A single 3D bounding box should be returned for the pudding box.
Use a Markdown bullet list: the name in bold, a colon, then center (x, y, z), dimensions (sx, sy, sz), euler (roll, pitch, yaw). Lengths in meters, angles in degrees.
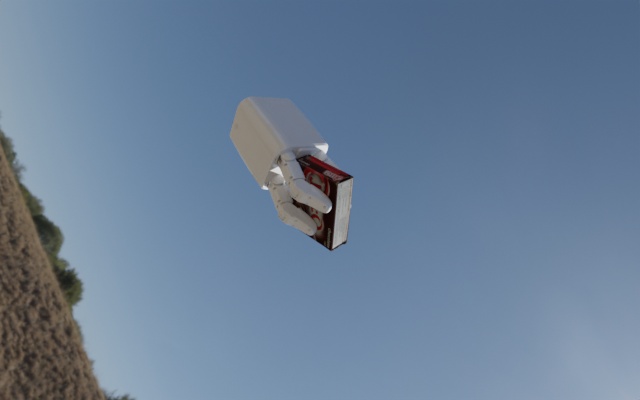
- **pudding box**: center (0.000, 0.002, 0.682), dimensions (0.039, 0.114, 0.090), euler (-24, 39, -36)
